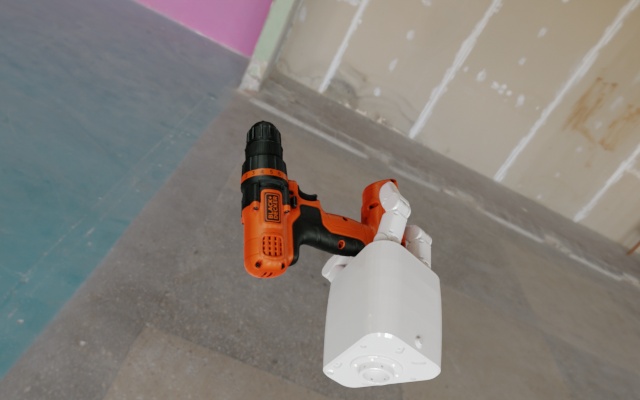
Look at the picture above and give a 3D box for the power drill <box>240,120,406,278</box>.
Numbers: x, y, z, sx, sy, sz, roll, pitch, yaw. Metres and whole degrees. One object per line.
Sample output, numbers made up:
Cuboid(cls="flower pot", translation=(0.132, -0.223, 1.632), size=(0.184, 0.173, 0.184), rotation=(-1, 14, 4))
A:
Cuboid(cls="power drill", translation=(0.001, 0.002, 0.549), size=(0.187, 0.184, 0.057), rotation=(7, -25, -22))
